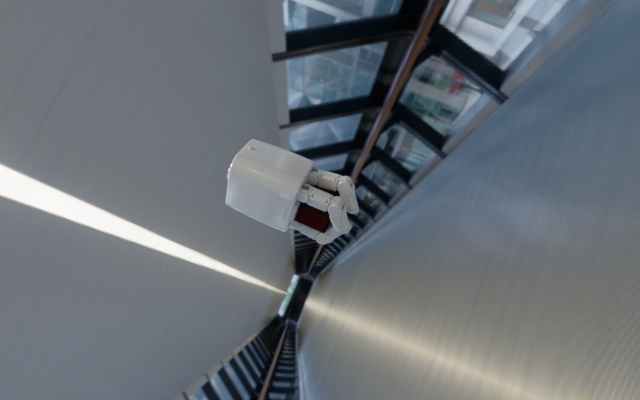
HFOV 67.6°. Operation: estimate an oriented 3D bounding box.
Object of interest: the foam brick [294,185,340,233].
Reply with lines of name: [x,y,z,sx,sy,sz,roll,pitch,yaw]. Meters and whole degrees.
foam brick: [0.000,0.002,0.746,0.051,0.053,0.078,24,32,2]
